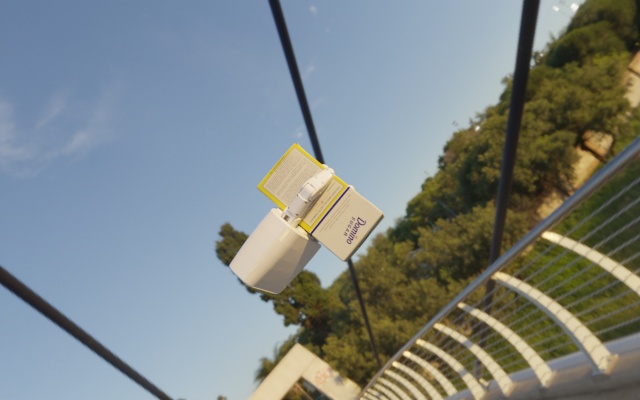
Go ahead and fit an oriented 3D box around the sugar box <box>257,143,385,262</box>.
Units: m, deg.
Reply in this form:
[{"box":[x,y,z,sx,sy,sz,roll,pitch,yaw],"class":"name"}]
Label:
[{"box":[0.000,0.002,0.720,0.176,0.093,0.048,40,1,13],"class":"sugar box"}]
